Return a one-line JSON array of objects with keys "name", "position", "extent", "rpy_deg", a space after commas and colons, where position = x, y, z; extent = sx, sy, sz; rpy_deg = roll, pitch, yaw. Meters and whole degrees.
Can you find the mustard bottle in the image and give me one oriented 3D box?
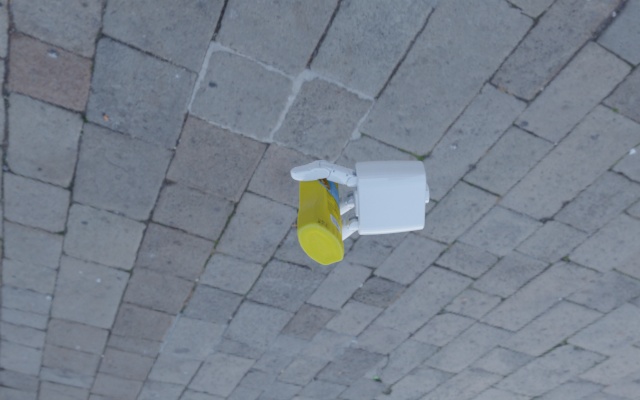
[{"name": "mustard bottle", "position": [0.000, 0.003, 0.768], "extent": [0.058, 0.191, 0.096], "rpy_deg": [-21, -50, 19]}]
